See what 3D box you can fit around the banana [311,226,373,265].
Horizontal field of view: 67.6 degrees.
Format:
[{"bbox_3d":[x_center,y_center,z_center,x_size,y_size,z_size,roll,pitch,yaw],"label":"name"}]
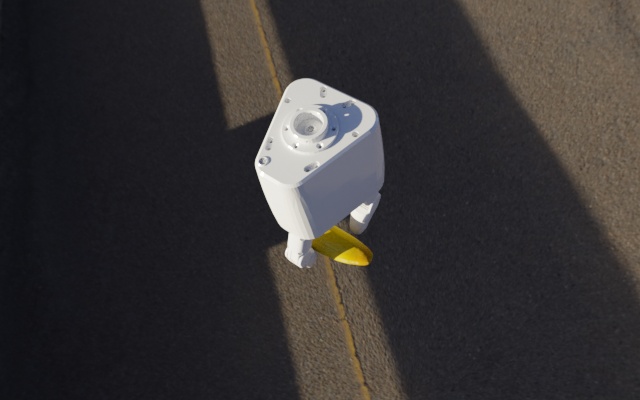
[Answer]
[{"bbox_3d":[-0.018,0.008,0.565,0.069,0.197,0.037,-29,-29,-11],"label":"banana"}]
